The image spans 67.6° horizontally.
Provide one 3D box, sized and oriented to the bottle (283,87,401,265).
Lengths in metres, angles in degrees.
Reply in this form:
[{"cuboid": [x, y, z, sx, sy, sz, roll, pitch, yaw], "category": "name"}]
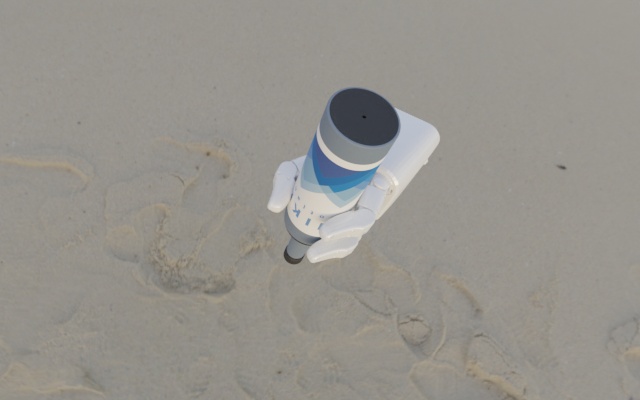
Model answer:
[{"cuboid": [0.000, 0.002, 0.525, 0.069, 0.069, 0.296, 0, -30, -17], "category": "bottle"}]
